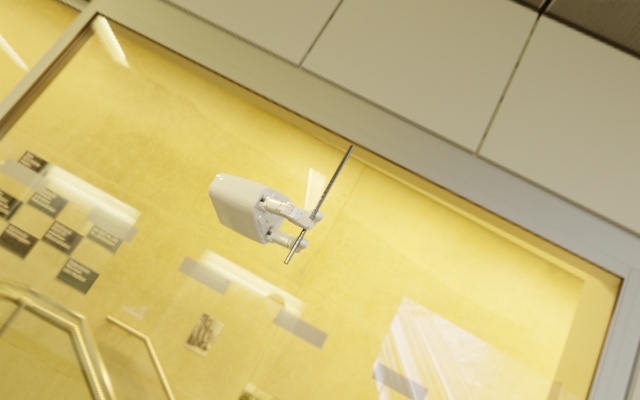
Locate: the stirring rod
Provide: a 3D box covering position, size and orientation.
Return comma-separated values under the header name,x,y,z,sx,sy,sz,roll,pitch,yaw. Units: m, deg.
name,x,y,z,sx,sy,sz,roll,pitch,yaw
stirring rod,0.000,0.003,0.806,0.011,0.239,0.011,26,-19,10
